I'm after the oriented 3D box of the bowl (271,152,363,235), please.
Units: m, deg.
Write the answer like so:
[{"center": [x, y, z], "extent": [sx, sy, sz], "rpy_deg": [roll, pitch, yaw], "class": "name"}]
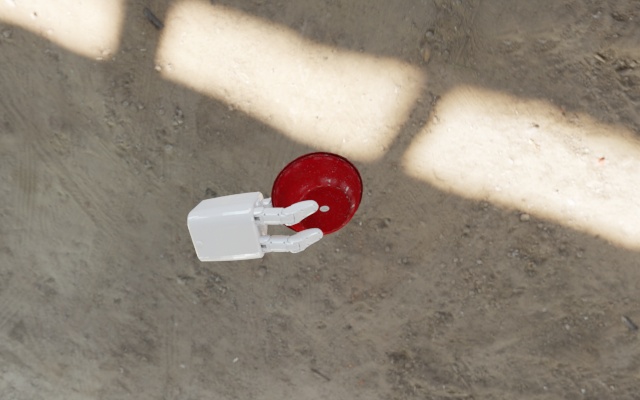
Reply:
[{"center": [0.001, 0.002, 0.798], "extent": [0.162, 0.162, 0.055], "rpy_deg": [0, 29, -13], "class": "bowl"}]
